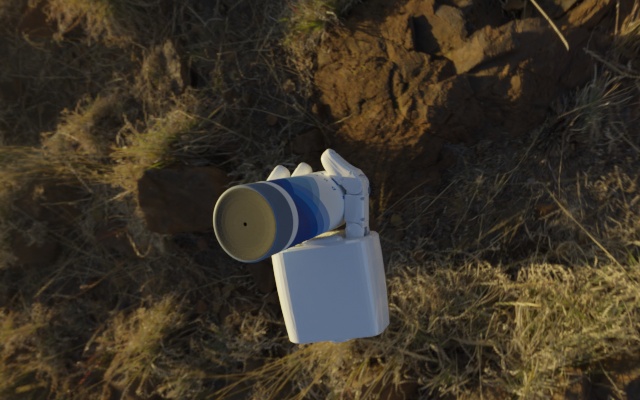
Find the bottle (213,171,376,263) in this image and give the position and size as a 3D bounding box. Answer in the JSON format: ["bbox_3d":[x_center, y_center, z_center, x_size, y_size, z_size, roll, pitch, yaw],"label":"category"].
[{"bbox_3d":[0.000,0.002,0.531,0.069,0.069,0.295,0,7,26],"label":"bottle"}]
